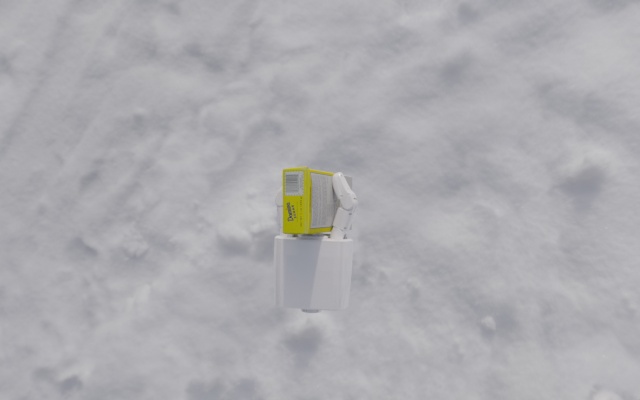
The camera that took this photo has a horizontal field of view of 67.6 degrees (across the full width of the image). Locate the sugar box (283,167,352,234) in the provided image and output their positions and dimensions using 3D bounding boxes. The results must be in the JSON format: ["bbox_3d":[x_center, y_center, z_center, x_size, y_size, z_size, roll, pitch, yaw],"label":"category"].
[{"bbox_3d":[0.000,0.003,0.731,0.048,0.093,0.176,0,-2,21],"label":"sugar box"}]
